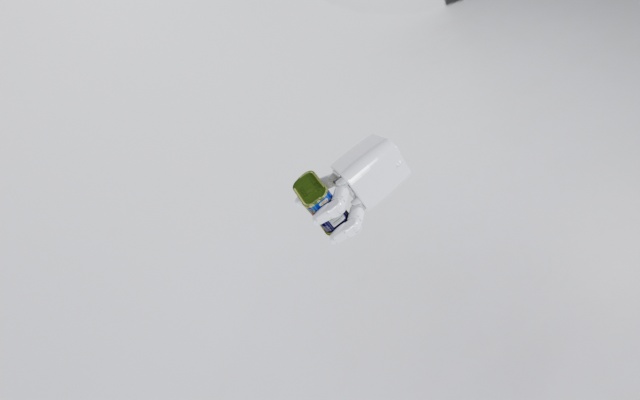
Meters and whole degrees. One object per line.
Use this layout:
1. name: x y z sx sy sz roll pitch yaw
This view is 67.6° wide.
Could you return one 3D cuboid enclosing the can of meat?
1. can of meat: 0.000 0.003 0.870 0.057 0.084 0.102 -38 36 1
